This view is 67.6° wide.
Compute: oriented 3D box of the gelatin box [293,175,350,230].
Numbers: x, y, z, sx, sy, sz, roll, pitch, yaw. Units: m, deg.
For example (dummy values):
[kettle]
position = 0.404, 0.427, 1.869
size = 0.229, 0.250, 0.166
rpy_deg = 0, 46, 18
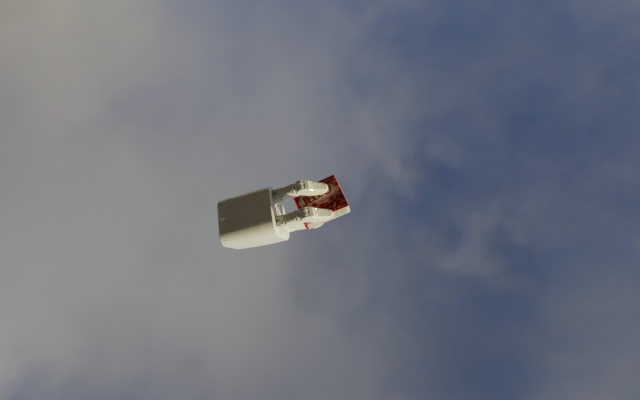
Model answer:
[gelatin box]
position = 0.001, 0.003, 0.882
size = 0.089, 0.073, 0.030
rpy_deg = -23, -29, -3
